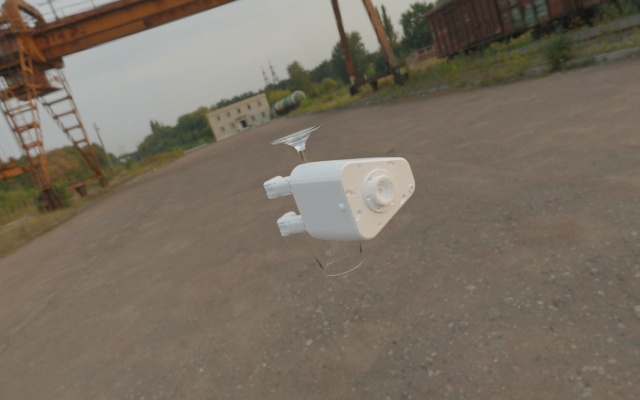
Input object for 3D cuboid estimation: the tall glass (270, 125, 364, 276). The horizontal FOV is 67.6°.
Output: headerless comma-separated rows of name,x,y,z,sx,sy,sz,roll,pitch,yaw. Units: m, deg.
tall glass,0.000,0.002,0.667,0.079,0.201,0.079,-19,12,4
